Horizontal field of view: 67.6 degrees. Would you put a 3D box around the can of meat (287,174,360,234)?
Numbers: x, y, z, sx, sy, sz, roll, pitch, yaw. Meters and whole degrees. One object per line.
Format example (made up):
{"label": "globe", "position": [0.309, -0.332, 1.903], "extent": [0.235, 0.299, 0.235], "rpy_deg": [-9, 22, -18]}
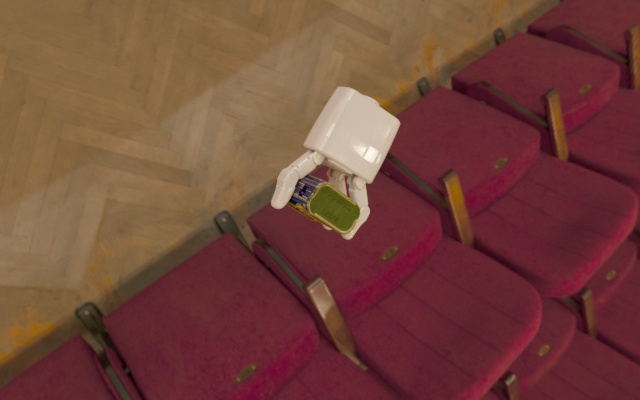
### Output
{"label": "can of meat", "position": [0.000, 0.002, 0.718], "extent": [0.102, 0.057, 0.084], "rpy_deg": [35, -6, -37]}
